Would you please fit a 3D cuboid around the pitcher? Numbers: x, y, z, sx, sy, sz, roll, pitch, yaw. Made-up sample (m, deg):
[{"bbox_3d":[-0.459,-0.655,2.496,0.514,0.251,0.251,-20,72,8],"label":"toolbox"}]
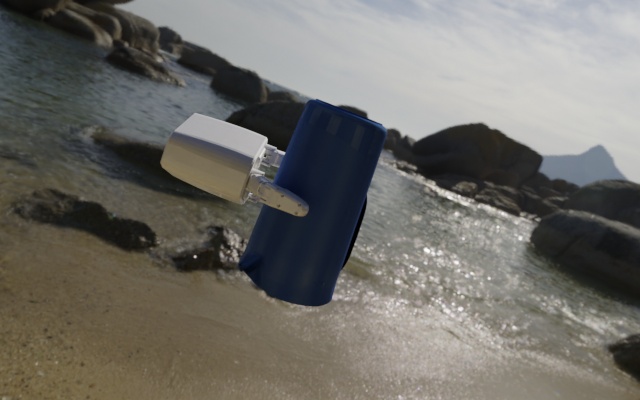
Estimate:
[{"bbox_3d":[0.000,0.002,0.621,0.145,0.243,0.149,21,11,-3],"label":"pitcher"}]
